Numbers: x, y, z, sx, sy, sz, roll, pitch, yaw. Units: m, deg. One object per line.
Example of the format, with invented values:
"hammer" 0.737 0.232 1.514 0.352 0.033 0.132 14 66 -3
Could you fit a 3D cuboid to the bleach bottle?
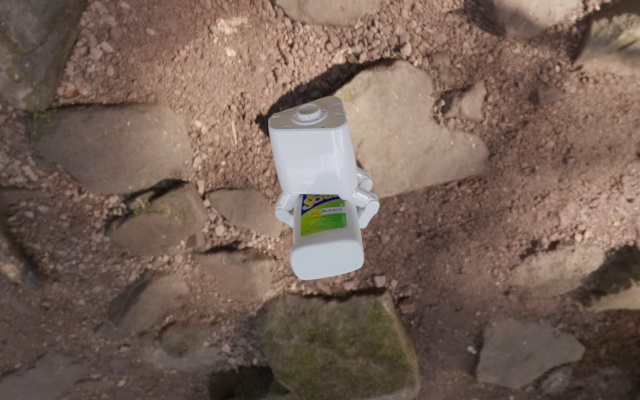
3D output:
"bleach bottle" 0.000 0.002 0.731 0.102 0.068 0.250 -10 39 2
